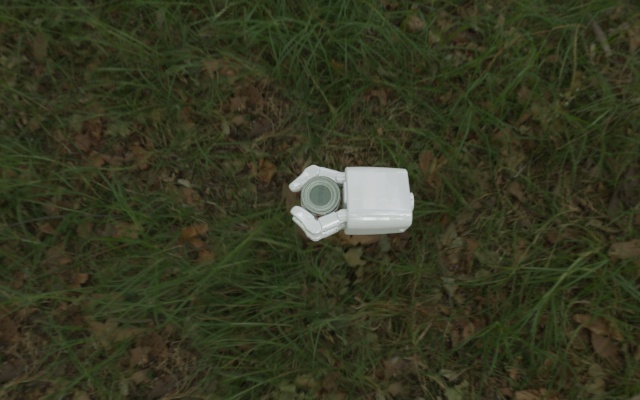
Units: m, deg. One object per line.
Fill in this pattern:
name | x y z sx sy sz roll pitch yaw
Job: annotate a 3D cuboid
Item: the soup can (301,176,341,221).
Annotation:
soup can | 0.000 0.003 0.826 0.068 0.068 0.102 0 -13 0
